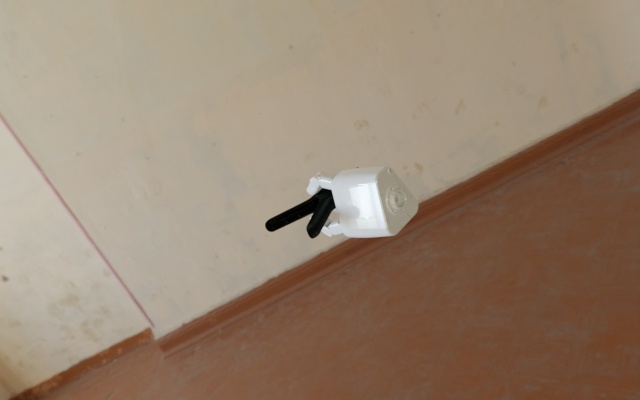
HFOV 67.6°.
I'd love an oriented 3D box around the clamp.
[{"bbox_3d":[0.000,0.002,0.898,0.164,0.036,0.210,-2,31,50],"label":"clamp"}]
